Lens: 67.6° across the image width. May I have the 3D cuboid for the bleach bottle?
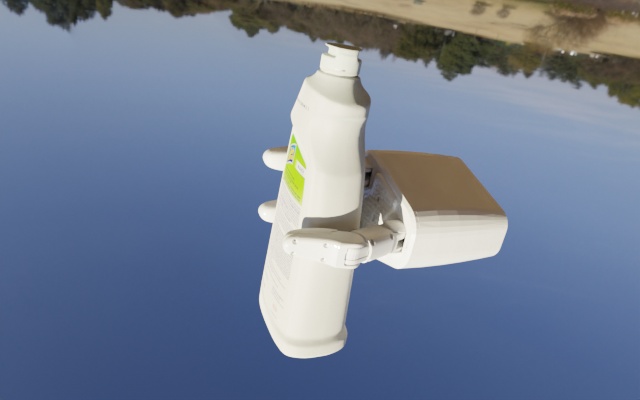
[{"bbox_3d":[0.000,0.001,0.400,0.068,0.251,0.102,-1,27,-25],"label":"bleach bottle"}]
